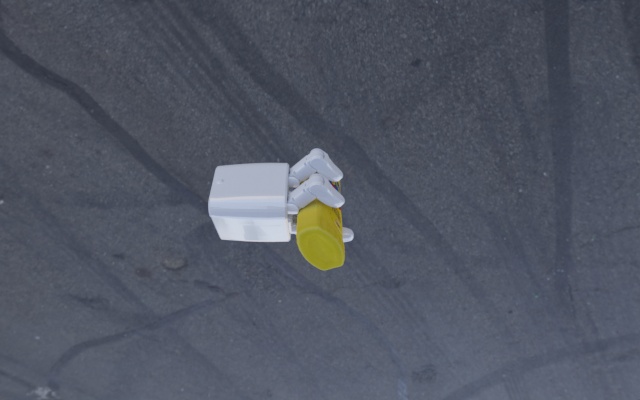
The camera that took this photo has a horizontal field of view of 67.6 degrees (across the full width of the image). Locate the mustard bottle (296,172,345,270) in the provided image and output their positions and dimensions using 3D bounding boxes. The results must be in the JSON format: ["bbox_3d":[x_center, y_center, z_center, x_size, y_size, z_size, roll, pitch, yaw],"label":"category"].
[{"bbox_3d":[0.000,0.002,0.713,0.058,0.191,0.096,-18,-48,16],"label":"mustard bottle"}]
